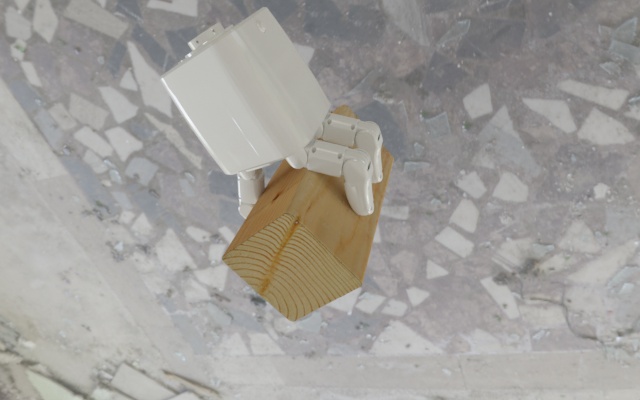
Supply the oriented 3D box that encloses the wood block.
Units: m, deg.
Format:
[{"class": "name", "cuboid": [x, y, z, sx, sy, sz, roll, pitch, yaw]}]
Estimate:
[{"class": "wood block", "cuboid": [0.000, 0.001, 0.472, 0.091, 0.090, 0.206, -34, 19, 33]}]
